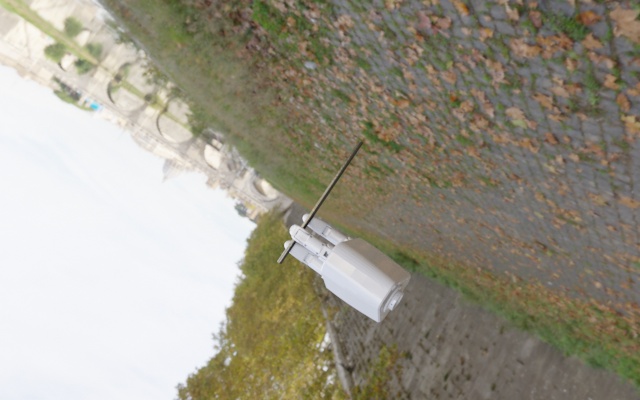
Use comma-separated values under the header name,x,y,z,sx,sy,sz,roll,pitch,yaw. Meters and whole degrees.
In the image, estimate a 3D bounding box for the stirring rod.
name,x,y,z,sx,sy,sz,roll,pitch,yaw
stirring rod,0.000,0.003,0.785,0.011,0.239,0.011,34,-2,1
